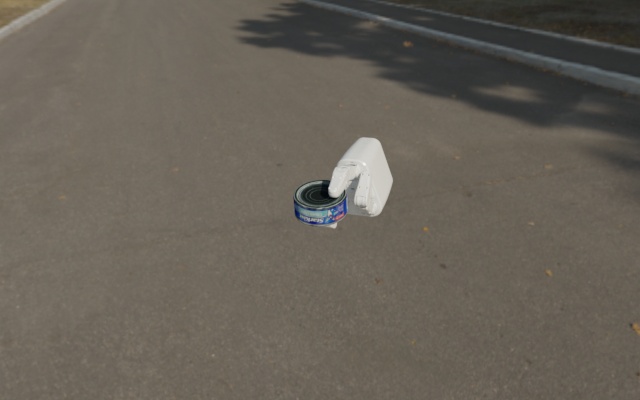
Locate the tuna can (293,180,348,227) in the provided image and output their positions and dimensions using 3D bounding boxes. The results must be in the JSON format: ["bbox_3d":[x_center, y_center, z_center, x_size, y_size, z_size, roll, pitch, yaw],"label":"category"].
[{"bbox_3d":[0.000,0.002,0.753,0.086,0.034,0.086,-3,34,2],"label":"tuna can"}]
